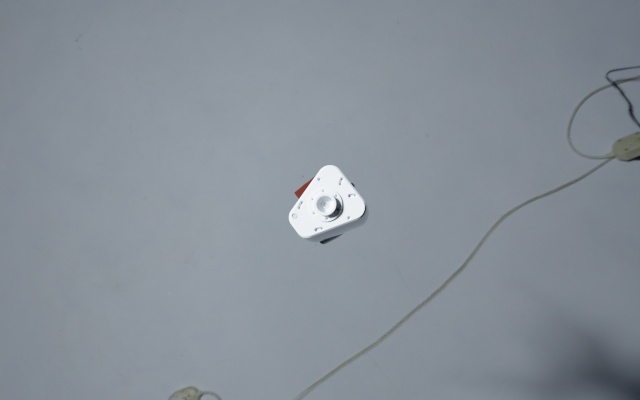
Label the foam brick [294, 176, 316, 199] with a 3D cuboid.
[{"bbox_3d":[0.000,0.003,0.817,0.053,0.078,0.051,-38,-9,1],"label":"foam brick"}]
